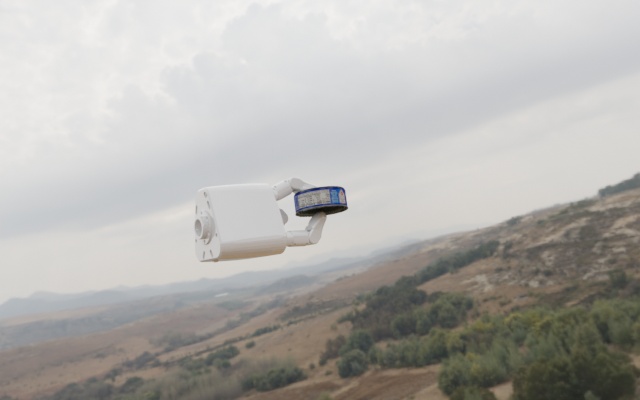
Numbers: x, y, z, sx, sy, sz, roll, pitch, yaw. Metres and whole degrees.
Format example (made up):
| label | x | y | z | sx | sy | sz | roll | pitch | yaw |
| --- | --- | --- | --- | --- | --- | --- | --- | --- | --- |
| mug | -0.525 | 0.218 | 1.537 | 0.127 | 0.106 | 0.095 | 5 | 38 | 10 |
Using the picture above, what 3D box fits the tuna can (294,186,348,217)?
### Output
| label | x | y | z | sx | sy | sz | roll | pitch | yaw |
| --- | --- | --- | --- | --- | --- | --- | --- | --- | --- |
| tuna can | 0.000 | 0.002 | 0.768 | 0.086 | 0.033 | 0.086 | -7 | -11 | -1 |
